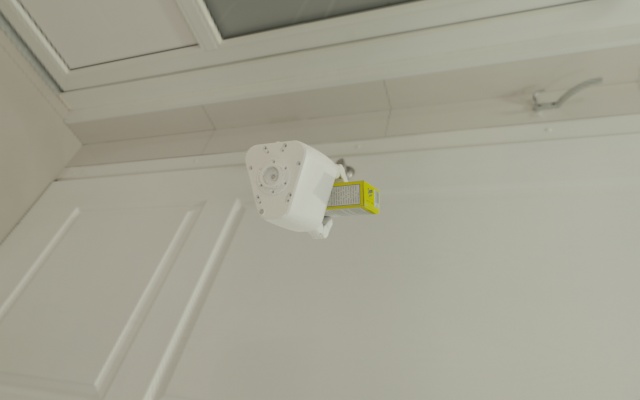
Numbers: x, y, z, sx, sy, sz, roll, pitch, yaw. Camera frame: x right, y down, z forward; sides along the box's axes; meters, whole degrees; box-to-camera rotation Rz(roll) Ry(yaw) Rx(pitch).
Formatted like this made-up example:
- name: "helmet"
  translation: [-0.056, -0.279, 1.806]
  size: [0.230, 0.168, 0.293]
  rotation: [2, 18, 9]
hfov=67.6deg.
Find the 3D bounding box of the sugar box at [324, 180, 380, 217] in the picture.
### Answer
- name: "sugar box"
  translation: [0.000, 0.002, 0.772]
  size: [0.176, 0.048, 0.093]
  rotation: [-2, -10, 22]
